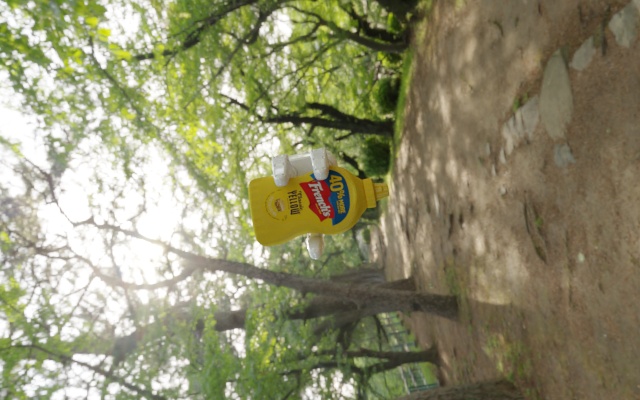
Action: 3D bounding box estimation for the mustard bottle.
[{"bbox_3d":[0.000,0.002,0.668,0.191,0.096,0.058,-10,-14,3],"label":"mustard bottle"}]
